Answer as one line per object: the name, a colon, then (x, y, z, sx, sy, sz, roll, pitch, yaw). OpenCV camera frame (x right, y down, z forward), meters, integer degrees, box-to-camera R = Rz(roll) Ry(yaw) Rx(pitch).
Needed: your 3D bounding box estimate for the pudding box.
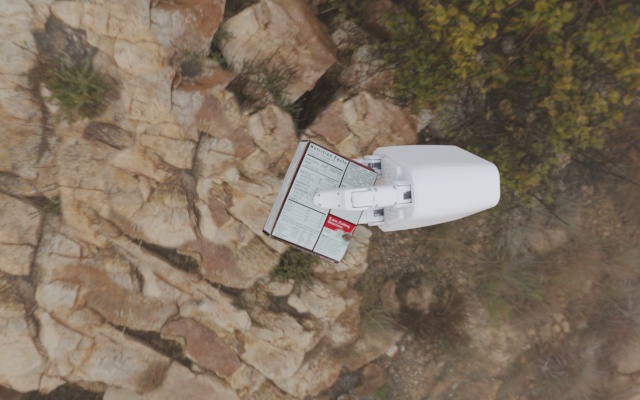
pudding box: (0.000, 0.002, 0.521, 0.090, 0.113, 0.039, 24, -3, -18)
